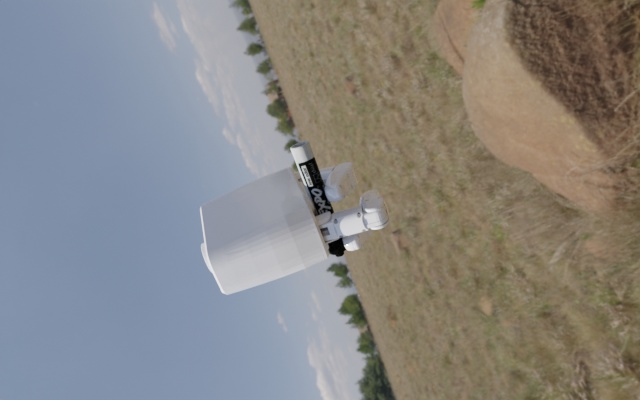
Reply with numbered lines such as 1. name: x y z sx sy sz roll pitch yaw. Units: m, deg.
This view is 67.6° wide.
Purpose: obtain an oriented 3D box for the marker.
1. marker: 0.000 0.001 0.463 0.020 0.121 0.020 -18 20 7
